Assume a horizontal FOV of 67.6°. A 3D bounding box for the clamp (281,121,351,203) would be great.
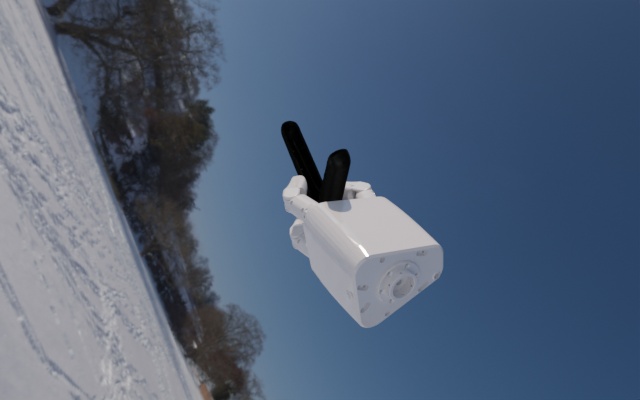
[{"bbox_3d":[0.001,0.002,0.616,0.036,0.210,0.164,-20,34,-17],"label":"clamp"}]
